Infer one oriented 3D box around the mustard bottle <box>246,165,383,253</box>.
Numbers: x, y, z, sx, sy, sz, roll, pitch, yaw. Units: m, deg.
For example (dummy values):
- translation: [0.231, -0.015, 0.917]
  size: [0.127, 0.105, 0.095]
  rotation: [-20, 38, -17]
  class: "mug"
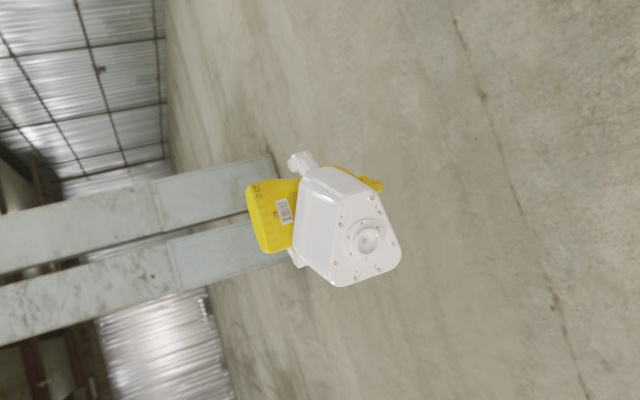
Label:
- translation: [0.000, 0.002, 0.662]
  size: [0.191, 0.096, 0.058]
  rotation: [-16, -3, -19]
  class: "mustard bottle"
